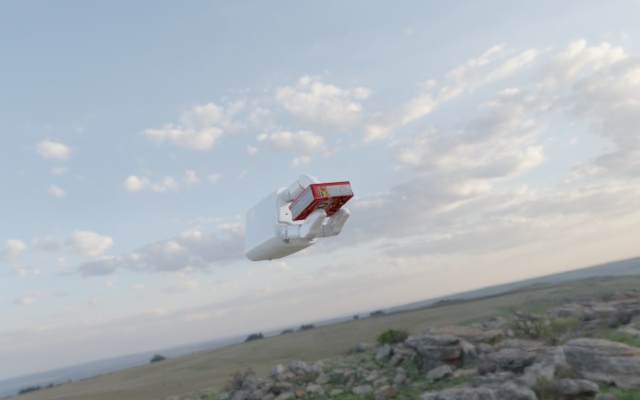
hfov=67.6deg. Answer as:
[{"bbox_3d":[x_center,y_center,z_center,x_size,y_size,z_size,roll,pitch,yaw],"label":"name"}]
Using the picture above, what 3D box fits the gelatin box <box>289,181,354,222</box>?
[{"bbox_3d":[0.000,0.002,0.766,0.073,0.030,0.089,-5,-23,-31],"label":"gelatin box"}]
